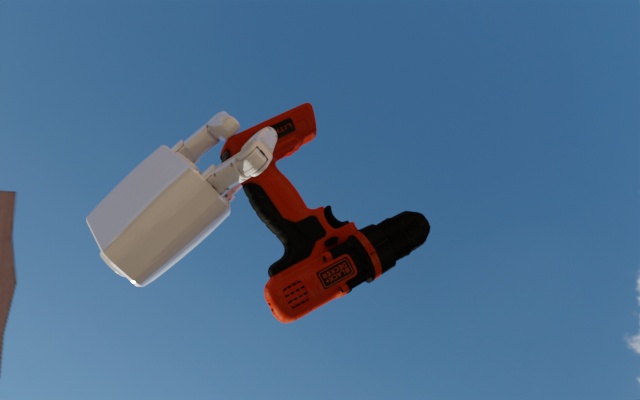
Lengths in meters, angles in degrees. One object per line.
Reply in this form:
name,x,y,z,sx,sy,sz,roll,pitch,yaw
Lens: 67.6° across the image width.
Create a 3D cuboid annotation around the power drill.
power drill,0.000,0.001,0.477,0.184,0.187,0.057,-27,-5,-18
